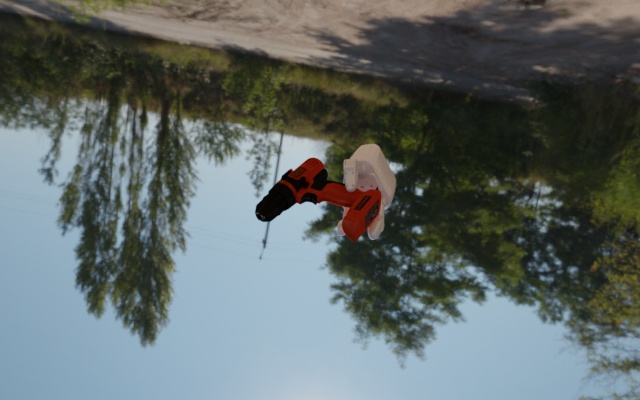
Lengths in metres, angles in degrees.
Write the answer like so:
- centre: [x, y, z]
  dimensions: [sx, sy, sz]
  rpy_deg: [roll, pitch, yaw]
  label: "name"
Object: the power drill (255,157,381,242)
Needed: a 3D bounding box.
- centre: [0.001, 0.003, 0.858]
  dimensions: [0.187, 0.057, 0.184]
  rpy_deg: [25, 49, 24]
  label: "power drill"
